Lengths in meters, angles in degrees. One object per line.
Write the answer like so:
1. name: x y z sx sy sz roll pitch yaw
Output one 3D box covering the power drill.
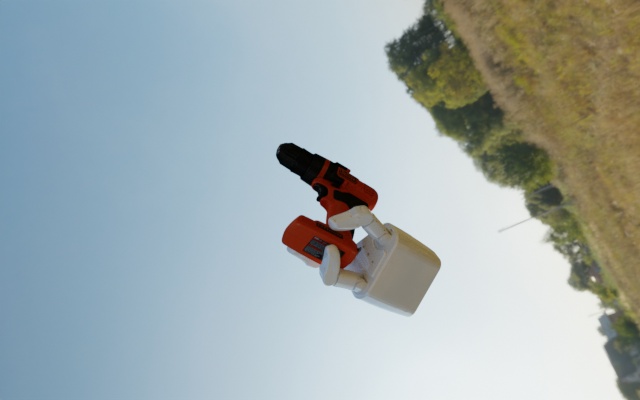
1. power drill: 0.000 0.003 0.718 0.184 0.057 0.187 28 39 -10
